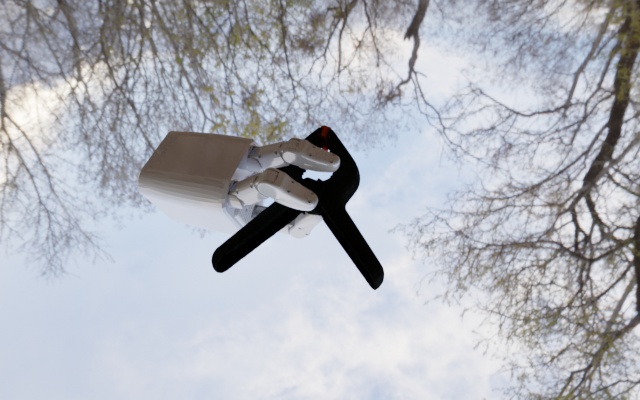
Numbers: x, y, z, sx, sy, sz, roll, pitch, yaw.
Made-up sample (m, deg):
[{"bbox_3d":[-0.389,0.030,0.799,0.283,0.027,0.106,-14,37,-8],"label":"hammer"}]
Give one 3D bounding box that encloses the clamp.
[{"bbox_3d":[0.000,0.002,0.502,0.164,0.209,0.036,11,-39,12],"label":"clamp"}]
